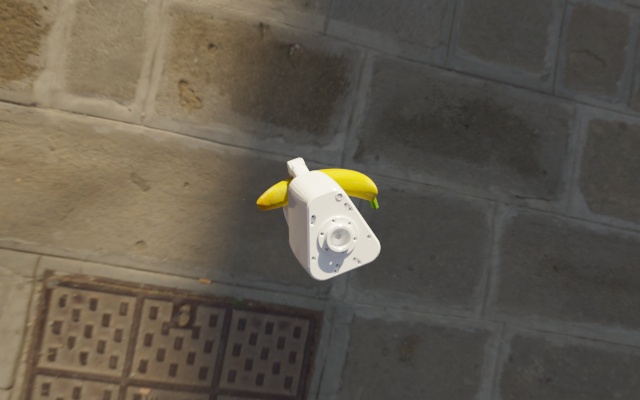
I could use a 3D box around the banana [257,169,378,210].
[{"bbox_3d":[0.006,-0.015,0.706,0.198,0.070,0.037,1,25,-20],"label":"banana"}]
